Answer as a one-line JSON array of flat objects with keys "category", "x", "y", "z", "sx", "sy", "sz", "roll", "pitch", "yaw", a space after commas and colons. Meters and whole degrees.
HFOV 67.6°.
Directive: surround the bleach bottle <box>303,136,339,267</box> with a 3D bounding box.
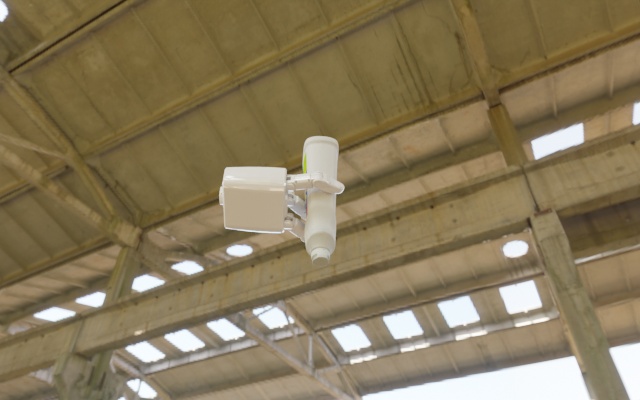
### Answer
[{"category": "bleach bottle", "x": 0.000, "y": 0.003, "z": 0.860, "sx": 0.068, "sy": 0.250, "sz": 0.103, "roll": 3, "pitch": -42, "yaw": -4}]
